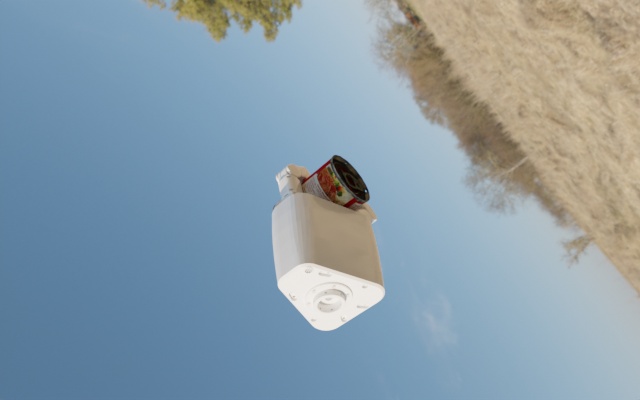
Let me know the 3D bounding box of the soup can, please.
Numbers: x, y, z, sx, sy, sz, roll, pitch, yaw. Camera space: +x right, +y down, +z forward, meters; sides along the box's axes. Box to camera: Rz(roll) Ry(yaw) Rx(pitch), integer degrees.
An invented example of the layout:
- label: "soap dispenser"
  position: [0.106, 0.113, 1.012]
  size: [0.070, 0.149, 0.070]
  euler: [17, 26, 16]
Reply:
- label: "soup can"
  position: [0.000, 0.002, 0.583]
  size: [0.102, 0.068, 0.068]
  euler: [-38, -17, 23]
